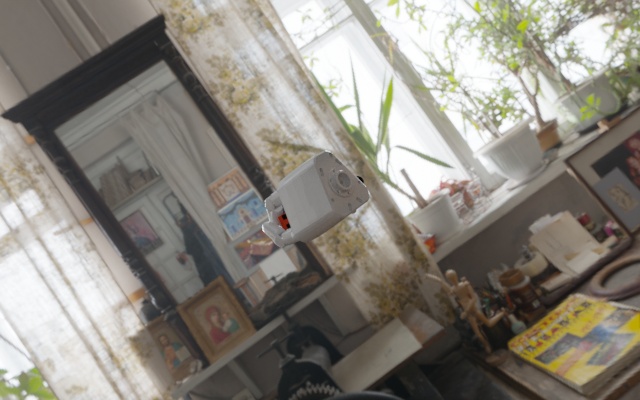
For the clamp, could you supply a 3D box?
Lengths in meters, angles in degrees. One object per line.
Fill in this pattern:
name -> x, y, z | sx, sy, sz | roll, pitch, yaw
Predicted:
clamp -> 0.000, 0.002, 0.867 | 0.171, 0.039, 0.120 | -34, 1, -44
